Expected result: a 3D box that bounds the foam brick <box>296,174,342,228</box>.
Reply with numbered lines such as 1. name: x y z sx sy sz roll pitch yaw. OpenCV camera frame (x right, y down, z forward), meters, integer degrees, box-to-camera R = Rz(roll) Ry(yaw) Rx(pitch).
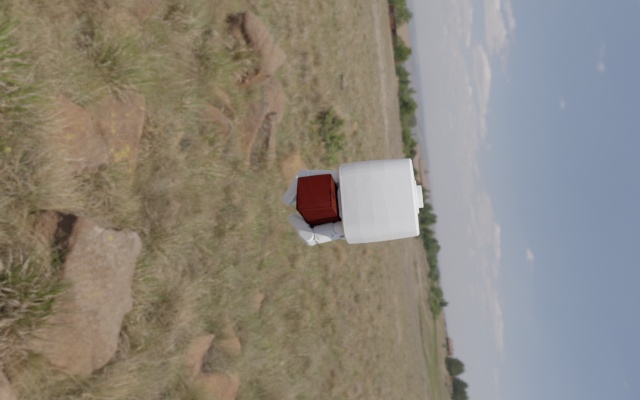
1. foam brick: 0.000 0.002 0.697 0.051 0.053 0.078 -5 -25 13
